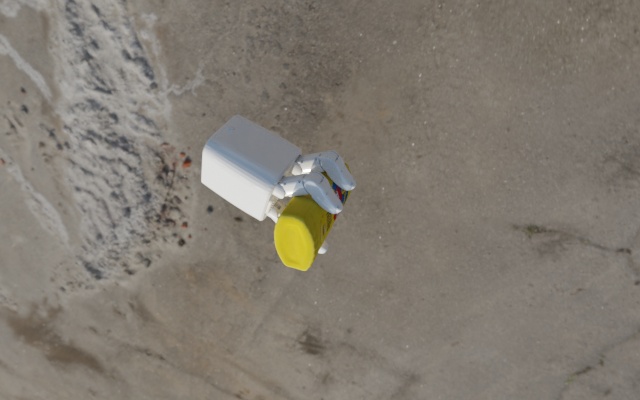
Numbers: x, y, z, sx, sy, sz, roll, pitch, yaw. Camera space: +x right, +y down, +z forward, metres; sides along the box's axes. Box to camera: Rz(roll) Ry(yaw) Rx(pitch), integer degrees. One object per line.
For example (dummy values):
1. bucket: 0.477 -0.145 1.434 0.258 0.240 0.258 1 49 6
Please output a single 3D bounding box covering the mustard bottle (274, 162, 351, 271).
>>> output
1. mustard bottle: 0.000 0.002 0.673 0.058 0.096 0.191 12 40 18
